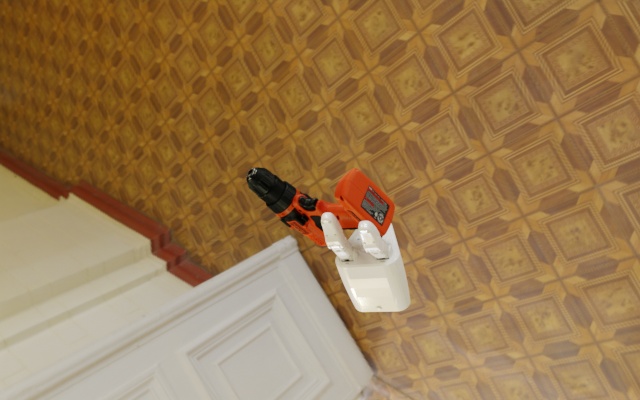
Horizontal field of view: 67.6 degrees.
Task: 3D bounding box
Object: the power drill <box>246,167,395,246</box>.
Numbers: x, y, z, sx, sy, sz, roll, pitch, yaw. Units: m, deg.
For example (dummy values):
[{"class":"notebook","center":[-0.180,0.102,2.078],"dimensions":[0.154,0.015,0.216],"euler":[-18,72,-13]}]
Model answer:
[{"class":"power drill","center":[0.001,0.002,0.703],"dimensions":[0.184,0.057,0.187],"euler":[39,-27,-30]}]
